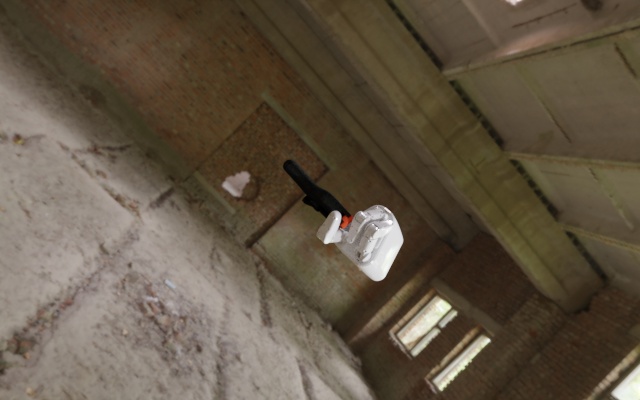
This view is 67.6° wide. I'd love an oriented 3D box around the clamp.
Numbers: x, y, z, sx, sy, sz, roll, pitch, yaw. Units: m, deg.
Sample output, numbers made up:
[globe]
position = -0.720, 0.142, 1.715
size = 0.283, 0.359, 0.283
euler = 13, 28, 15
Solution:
[clamp]
position = 0.001, 0.003, 0.884
size = 0.171, 0.039, 0.120
euler = 45, -6, 33
